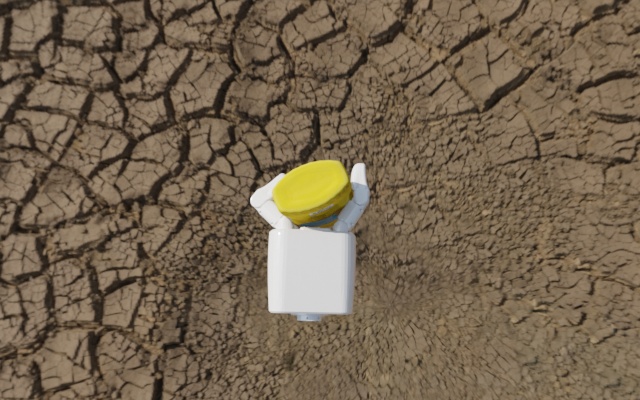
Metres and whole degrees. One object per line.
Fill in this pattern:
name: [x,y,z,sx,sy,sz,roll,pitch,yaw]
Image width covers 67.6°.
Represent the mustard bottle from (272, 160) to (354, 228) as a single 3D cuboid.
mustard bottle: [0.000,0.002,0.665,0.096,0.058,0.192,-25,-15,2]
